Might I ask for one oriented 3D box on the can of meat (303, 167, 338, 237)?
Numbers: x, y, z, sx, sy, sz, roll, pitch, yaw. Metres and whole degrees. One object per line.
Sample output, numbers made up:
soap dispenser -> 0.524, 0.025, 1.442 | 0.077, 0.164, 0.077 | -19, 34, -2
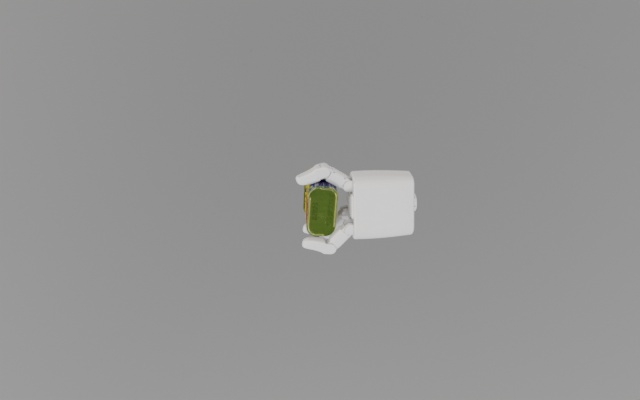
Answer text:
can of meat -> 0.000, 0.003, 0.853 | 0.057, 0.102, 0.084 | 1, 27, -5
